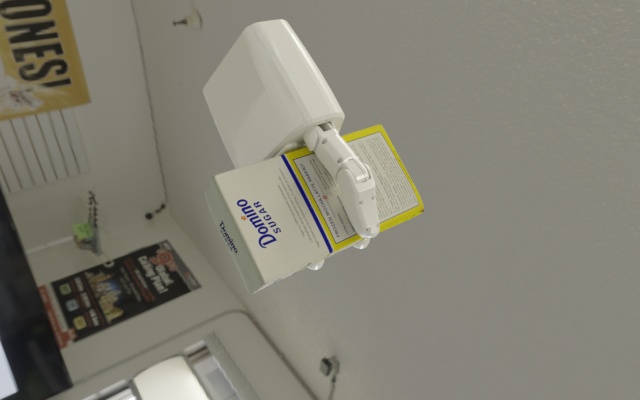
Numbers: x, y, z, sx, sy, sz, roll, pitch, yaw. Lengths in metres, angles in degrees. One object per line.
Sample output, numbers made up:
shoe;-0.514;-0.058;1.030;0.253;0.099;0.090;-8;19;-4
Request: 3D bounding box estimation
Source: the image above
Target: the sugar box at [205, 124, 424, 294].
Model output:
sugar box;0.000;0.001;0.411;0.176;0.093;0.048;-21;-11;-30
